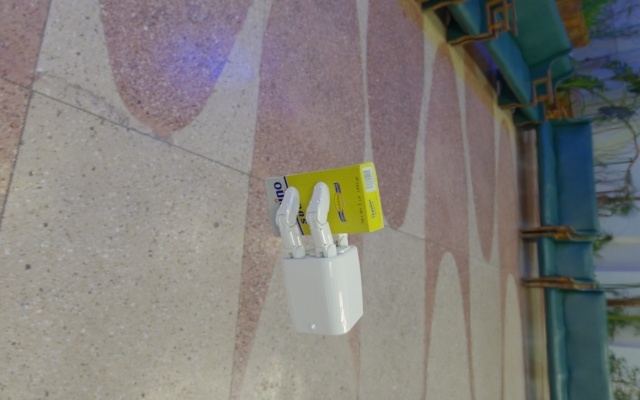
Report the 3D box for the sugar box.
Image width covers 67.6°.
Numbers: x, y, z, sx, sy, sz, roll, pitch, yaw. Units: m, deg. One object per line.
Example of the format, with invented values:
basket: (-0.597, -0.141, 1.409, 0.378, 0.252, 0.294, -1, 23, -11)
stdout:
sugar box: (0.000, 0.002, 0.689, 0.176, 0.093, 0.048, -7, 3, 35)
